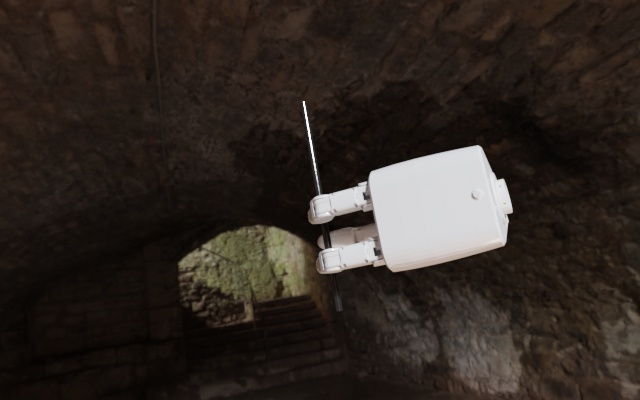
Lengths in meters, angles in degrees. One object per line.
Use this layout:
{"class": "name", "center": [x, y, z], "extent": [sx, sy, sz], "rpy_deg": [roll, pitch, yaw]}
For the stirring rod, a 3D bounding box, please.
{"class": "stirring rod", "center": [0.000, 0.002, 0.532], "extent": [0.011, 0.239, 0.011], "rpy_deg": [-9, -12, -2]}
